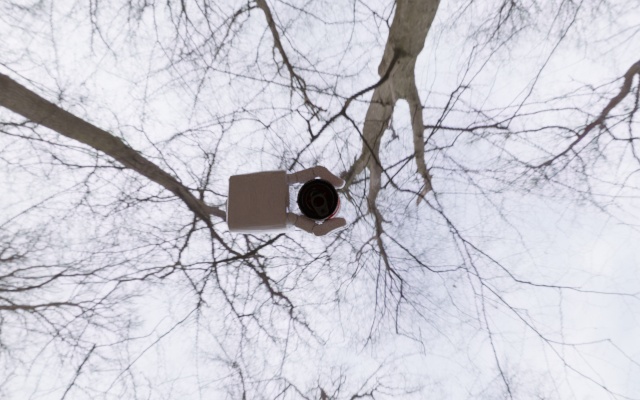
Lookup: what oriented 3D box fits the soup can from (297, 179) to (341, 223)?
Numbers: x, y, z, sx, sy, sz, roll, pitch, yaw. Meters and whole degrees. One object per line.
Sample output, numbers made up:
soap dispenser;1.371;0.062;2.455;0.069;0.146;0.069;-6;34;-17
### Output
soup can;0.001;0.003;0.821;0.068;0.068;0.102;0;-5;6
